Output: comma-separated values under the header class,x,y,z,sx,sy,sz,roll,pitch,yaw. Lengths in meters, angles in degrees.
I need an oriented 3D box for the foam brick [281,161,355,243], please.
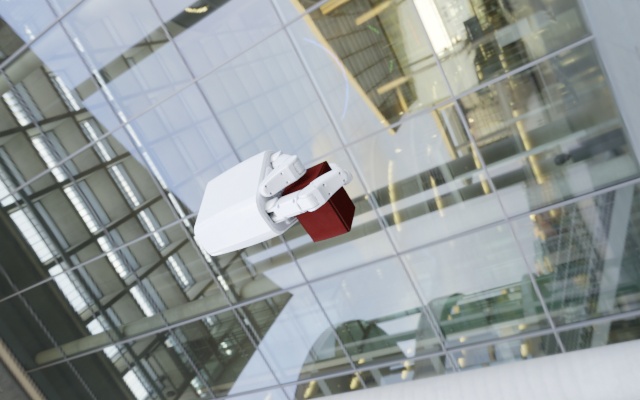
class,x,y,z,sx,sy,sz,roll,pitch,yaw
foam brick,0.000,0.002,0.581,0.051,0.078,0.053,-22,24,25
